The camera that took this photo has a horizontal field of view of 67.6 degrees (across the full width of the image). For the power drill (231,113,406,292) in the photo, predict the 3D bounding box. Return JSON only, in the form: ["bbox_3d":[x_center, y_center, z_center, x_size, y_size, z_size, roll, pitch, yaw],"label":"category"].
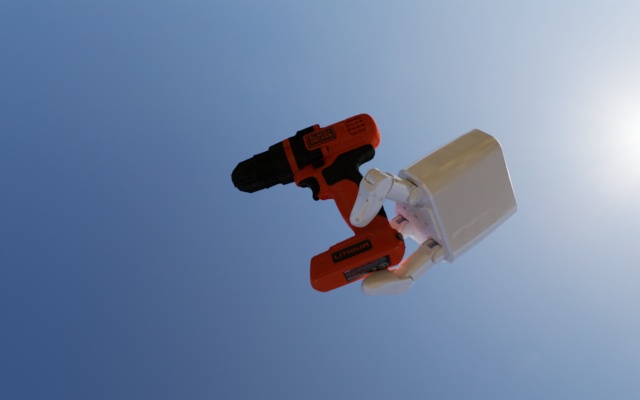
[{"bbox_3d":[0.000,0.002,0.535,0.184,0.187,0.057,-22,-27,5],"label":"power drill"}]
